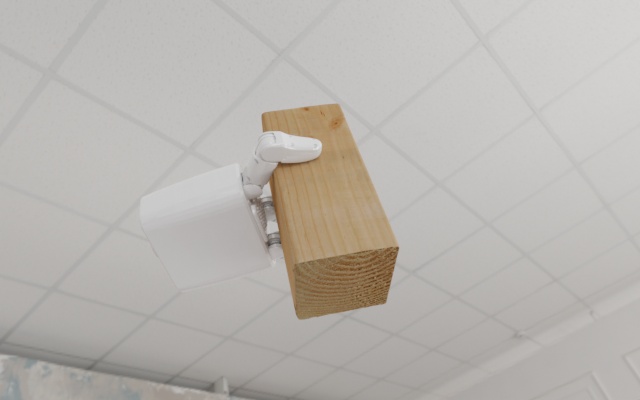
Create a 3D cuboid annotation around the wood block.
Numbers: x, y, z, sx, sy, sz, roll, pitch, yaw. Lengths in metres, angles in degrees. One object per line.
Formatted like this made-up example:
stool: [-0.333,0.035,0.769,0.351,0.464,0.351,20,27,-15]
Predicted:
wood block: [0.000,0.001,0.484,0.090,0.206,0.091,-9,-43,-9]
